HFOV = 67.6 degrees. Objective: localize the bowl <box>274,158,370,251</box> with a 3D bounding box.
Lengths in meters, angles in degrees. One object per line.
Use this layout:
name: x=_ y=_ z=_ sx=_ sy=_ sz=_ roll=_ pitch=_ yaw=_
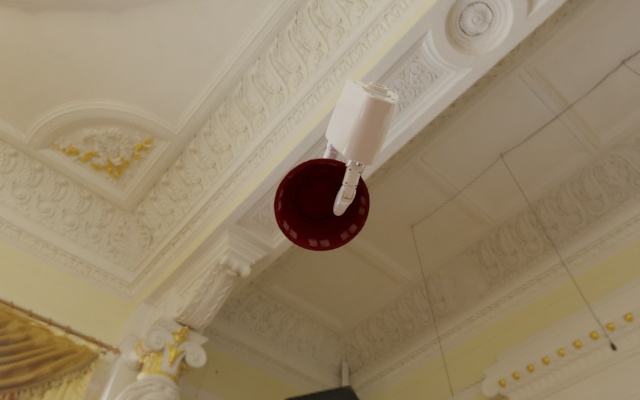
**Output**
bowl: x=-0.001 y=0.004 z=0.819 sx=0.162 sy=0.162 sz=0.055 roll=0 pitch=15 yaw=-8
